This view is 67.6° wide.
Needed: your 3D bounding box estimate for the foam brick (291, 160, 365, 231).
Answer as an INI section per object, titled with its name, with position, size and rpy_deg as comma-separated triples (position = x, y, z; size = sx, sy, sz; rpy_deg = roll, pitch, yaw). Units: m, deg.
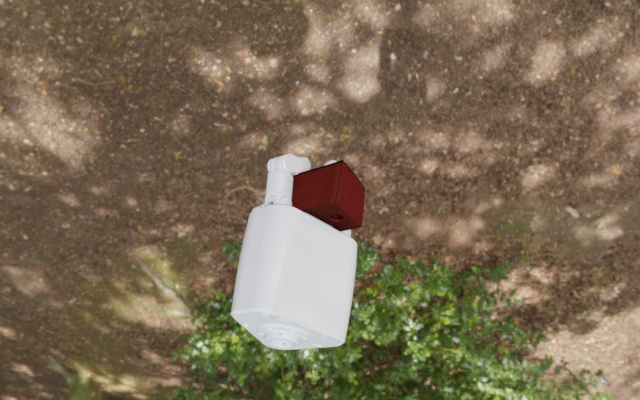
[foam brick]
position = 0.000, 0.001, 0.492
size = 0.078, 0.051, 0.053
rpy_deg = -15, -39, 31
